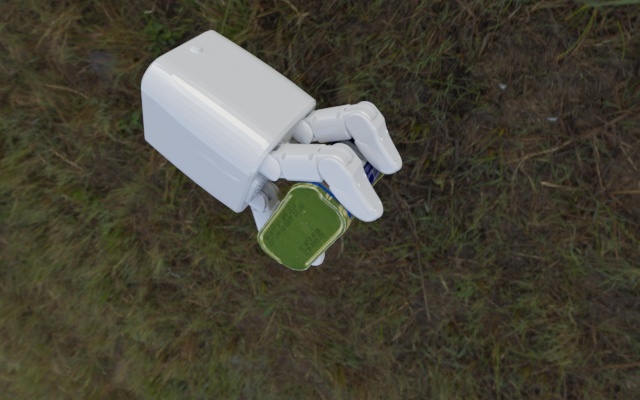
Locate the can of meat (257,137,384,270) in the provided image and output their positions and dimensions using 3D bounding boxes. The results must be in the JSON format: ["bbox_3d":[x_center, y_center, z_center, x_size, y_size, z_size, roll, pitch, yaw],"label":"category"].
[{"bbox_3d":[0.000,0.002,0.400,0.102,0.057,0.084,-50,2,45],"label":"can of meat"}]
